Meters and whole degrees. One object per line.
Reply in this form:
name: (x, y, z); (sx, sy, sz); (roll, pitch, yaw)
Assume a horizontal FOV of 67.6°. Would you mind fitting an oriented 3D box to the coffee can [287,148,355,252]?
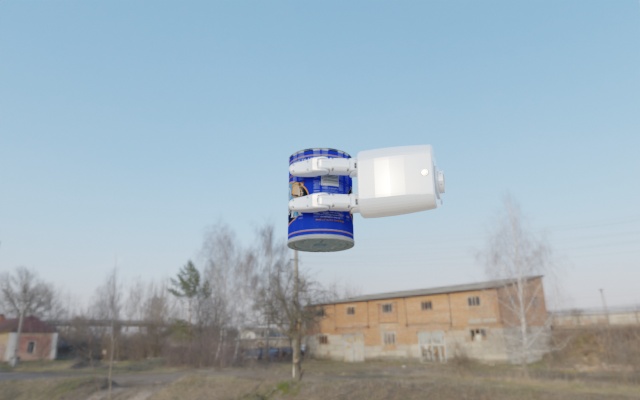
coffee can: (0.000, 0.003, 0.742); (0.103, 0.140, 0.103); (0, -17, 0)
